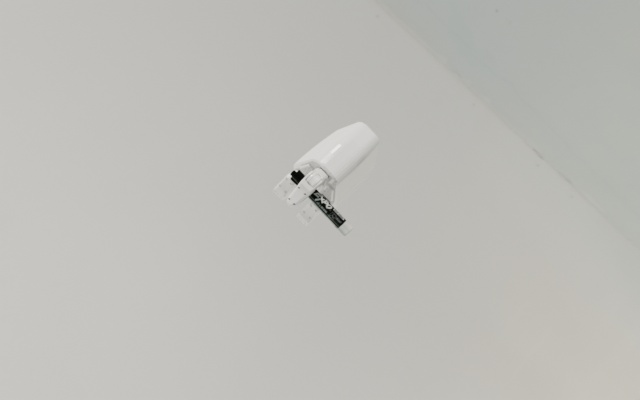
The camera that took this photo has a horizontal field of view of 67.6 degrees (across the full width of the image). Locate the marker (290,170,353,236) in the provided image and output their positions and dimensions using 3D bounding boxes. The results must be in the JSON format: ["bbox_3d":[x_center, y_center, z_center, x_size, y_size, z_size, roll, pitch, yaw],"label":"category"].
[{"bbox_3d":[0.000,0.002,0.697,0.020,0.121,0.020,-43,-1,-1],"label":"marker"}]
